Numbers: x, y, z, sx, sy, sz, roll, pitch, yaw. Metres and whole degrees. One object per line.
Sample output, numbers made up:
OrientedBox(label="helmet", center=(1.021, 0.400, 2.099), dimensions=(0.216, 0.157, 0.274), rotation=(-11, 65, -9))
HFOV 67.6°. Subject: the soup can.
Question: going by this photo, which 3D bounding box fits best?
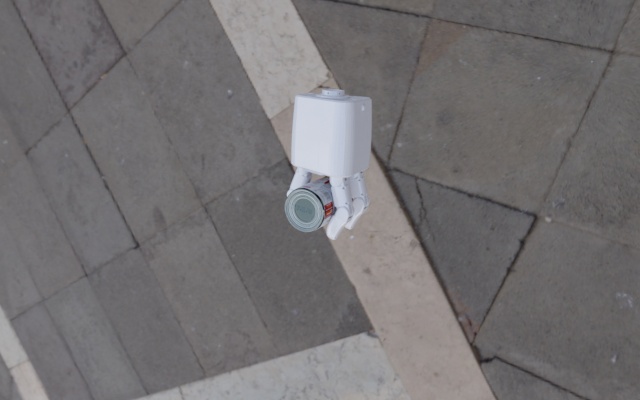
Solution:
OrientedBox(label="soup can", center=(0.000, 0.003, 0.728), dimensions=(0.068, 0.068, 0.102), rotation=(0, 14, 30))
